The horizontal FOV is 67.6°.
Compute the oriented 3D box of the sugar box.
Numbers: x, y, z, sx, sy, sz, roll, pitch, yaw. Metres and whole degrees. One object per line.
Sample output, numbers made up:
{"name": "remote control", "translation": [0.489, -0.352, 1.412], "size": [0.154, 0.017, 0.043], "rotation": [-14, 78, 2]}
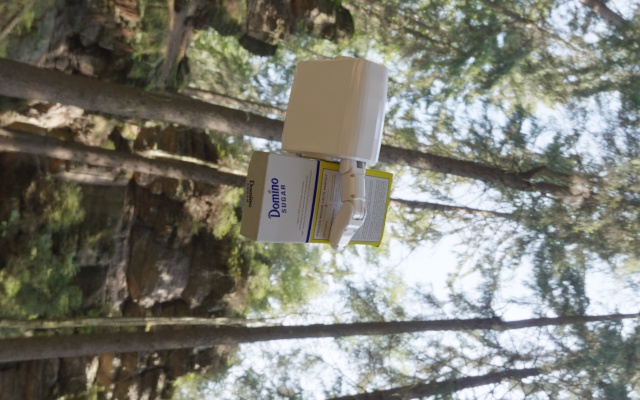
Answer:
{"name": "sugar box", "translation": [0.000, 0.002, 0.540], "size": [0.176, 0.093, 0.048], "rotation": [7, 3, -35]}
